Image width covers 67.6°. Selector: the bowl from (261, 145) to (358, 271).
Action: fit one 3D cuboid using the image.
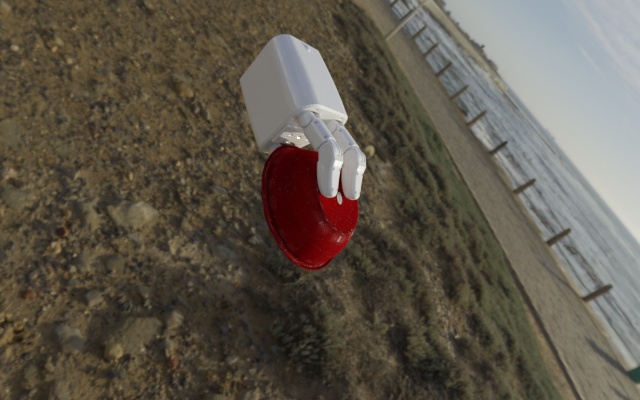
[{"bbox_3d":[0.001,0.003,0.584,0.055,0.162,0.162,-16,-8,31],"label":"bowl"}]
